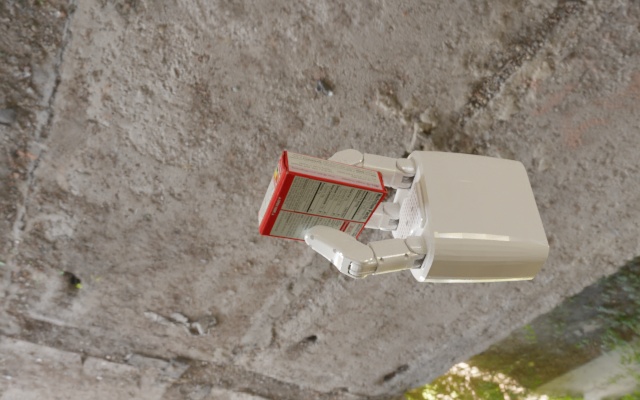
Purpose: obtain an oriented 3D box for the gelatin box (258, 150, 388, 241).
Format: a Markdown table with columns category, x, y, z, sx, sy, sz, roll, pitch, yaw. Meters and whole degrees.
| category | x | y | z | sx | sy | sz | roll | pitch | yaw |
| --- | --- | --- | --- | --- | --- | --- | --- | --- | --- |
| gelatin box | 0.000 | 0.002 | 0.400 | 0.089 | 0.030 | 0.073 | 10 | -48 | -20 |
